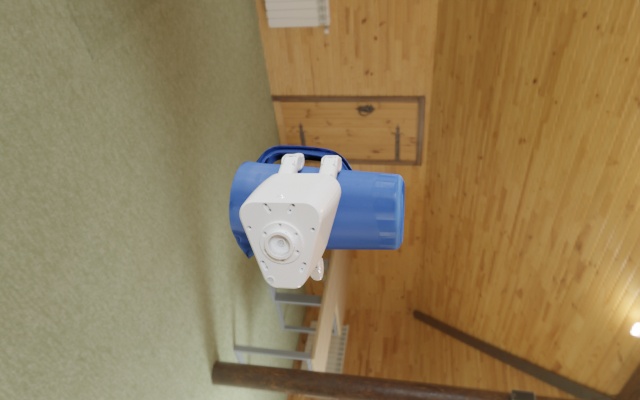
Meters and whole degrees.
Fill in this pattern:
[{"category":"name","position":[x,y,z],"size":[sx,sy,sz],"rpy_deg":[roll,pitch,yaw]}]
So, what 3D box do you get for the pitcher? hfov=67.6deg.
[{"category":"pitcher","position":[0.000,0.002,0.705],"size":[0.243,0.149,0.145],"rpy_deg":[2,16,12]}]
